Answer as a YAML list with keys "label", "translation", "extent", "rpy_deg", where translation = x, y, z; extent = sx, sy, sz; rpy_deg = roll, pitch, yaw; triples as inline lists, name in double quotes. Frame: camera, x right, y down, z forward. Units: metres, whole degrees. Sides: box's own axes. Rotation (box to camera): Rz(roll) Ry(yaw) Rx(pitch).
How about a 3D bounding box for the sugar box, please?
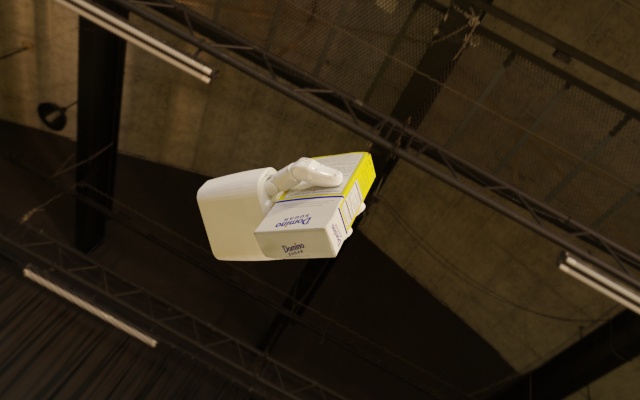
- label: "sugar box"
  translation: [0.000, 0.002, 0.586]
  extent: [0.093, 0.048, 0.176]
  rpy_deg: [-5, 33, 27]
